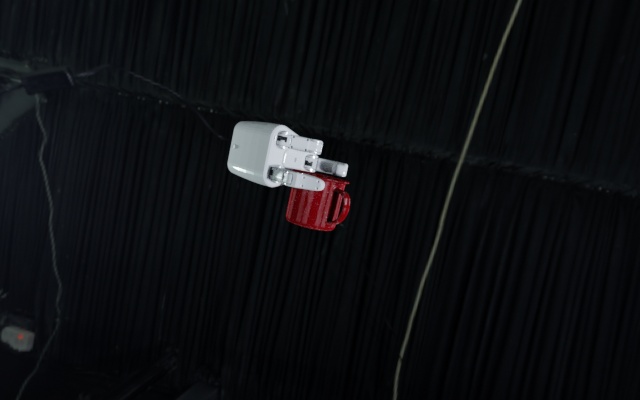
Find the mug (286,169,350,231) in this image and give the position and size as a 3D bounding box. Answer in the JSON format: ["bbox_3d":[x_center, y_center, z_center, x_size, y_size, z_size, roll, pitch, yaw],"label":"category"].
[{"bbox_3d":[0.001,0.003,0.753,0.117,0.081,0.093,18,7,42],"label":"mug"}]
